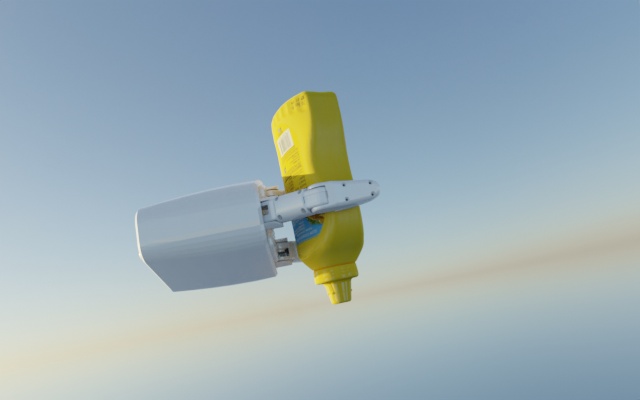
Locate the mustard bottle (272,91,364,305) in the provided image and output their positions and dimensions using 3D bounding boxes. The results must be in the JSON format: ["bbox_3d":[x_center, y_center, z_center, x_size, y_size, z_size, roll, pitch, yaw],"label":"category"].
[{"bbox_3d":[0.000,0.001,0.453,0.058,0.191,0.096,-5,-13,-27],"label":"mustard bottle"}]
